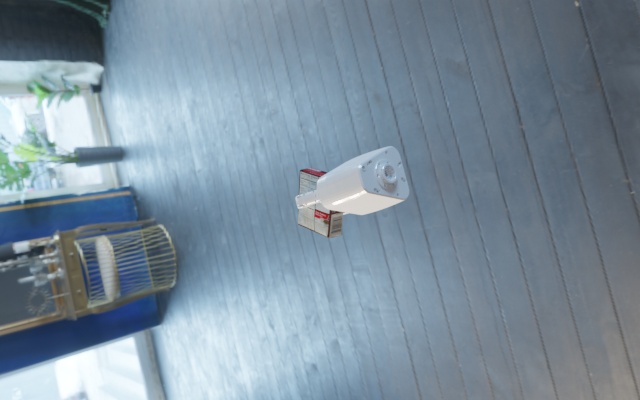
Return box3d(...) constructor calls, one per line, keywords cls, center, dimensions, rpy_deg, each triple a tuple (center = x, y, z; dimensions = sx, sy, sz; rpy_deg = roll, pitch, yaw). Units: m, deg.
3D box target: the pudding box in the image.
box3d(cls="pudding box", center=(0.000, 0.003, 0.884), dimensions=(0.039, 0.113, 0.090), rpy_deg=(-10, 22, -42))
